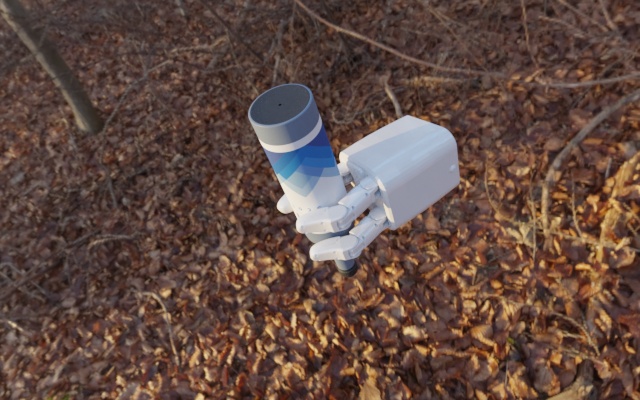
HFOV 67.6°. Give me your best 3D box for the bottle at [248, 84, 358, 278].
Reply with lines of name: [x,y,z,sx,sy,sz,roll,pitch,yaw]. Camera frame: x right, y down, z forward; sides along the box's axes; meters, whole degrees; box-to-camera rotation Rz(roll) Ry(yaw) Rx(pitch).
bottle: [0.000,0.002,0.569,0.069,0.069,0.296,0,-41,21]
